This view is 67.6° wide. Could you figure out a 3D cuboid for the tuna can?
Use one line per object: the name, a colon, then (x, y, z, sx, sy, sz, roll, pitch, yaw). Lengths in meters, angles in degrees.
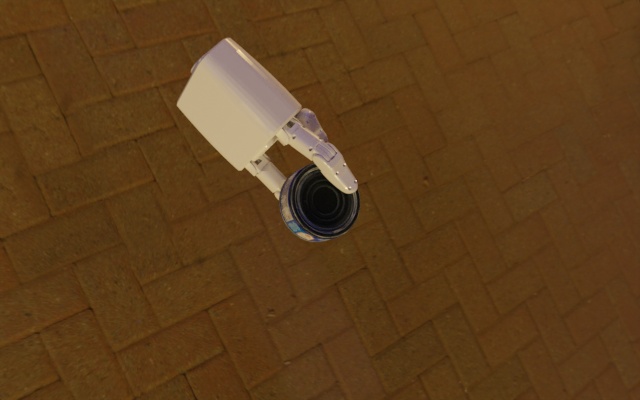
tuna can: (0.000, 0.002, 0.522, 0.086, 0.086, 0.034, 0, -9, -25)
